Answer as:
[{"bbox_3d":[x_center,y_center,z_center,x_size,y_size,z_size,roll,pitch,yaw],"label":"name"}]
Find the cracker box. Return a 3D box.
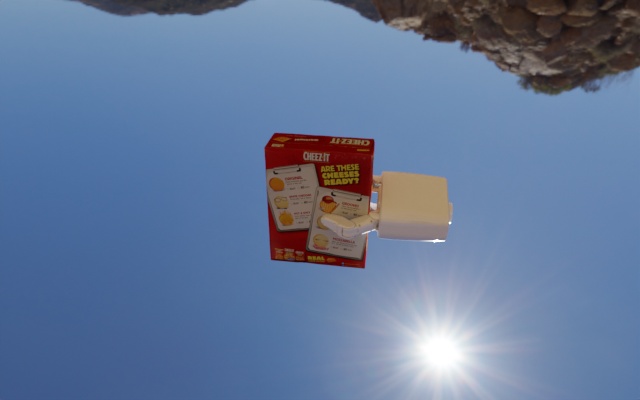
[{"bbox_3d":[0.000,0.003,0.777,0.164,0.214,0.072,4,31,6],"label":"cracker box"}]
